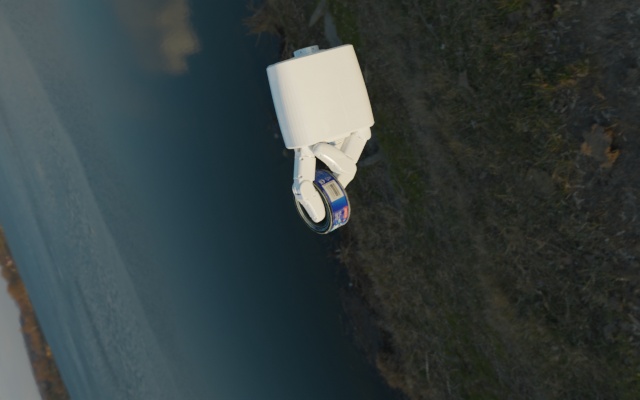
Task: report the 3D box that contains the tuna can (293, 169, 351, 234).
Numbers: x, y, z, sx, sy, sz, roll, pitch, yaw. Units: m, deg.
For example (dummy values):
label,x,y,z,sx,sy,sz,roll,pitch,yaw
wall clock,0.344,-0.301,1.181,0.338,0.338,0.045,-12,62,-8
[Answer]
label,x,y,z,sx,sy,sz,roll,pitch,yaw
tuna can,0.000,0.002,0.658,0.033,0.086,0.086,-27,15,-32
